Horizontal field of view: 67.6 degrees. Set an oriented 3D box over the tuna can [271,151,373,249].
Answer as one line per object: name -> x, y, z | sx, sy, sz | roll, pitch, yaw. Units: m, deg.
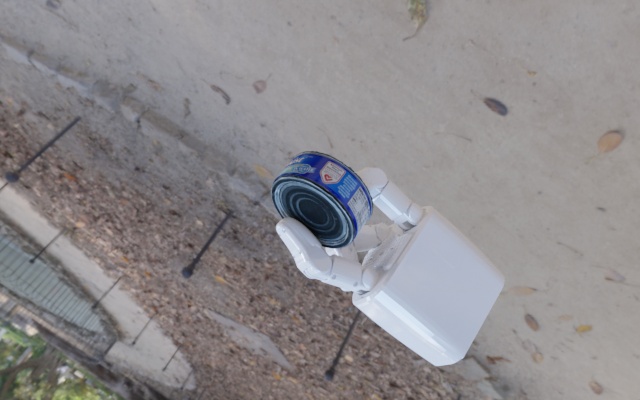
tuna can -> 0.000, 0.002, 0.412 | 0.086, 0.086, 0.033 | 0, 41, 44
